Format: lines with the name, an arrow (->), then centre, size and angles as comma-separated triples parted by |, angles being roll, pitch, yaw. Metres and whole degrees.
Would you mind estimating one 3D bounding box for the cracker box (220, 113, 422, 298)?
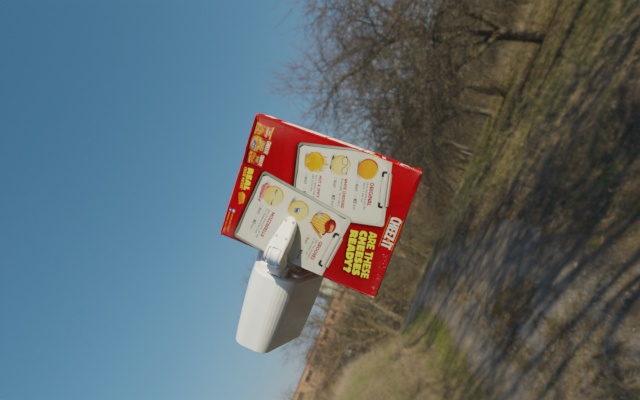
cracker box -> 0.000, 0.002, 0.605 | 0.213, 0.164, 0.072 | 21, 12, 10
